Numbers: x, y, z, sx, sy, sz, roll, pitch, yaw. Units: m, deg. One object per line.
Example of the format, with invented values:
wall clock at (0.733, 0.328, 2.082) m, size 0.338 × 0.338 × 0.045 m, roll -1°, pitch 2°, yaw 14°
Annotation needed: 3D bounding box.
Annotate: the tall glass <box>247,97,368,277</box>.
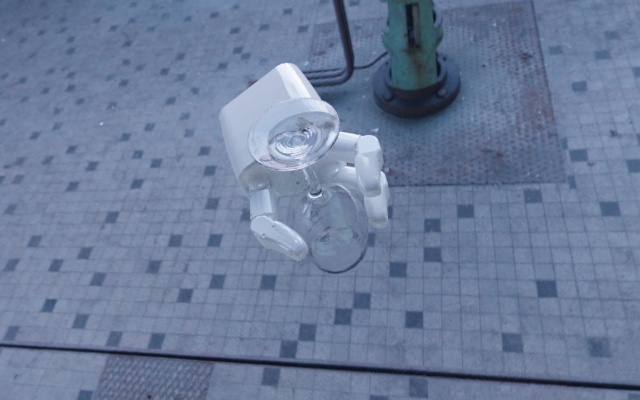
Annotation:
tall glass at (0.000, 0.001, 0.448) m, size 0.079 × 0.079 × 0.201 m, roll 0°, pitch -34°, yaw 15°
